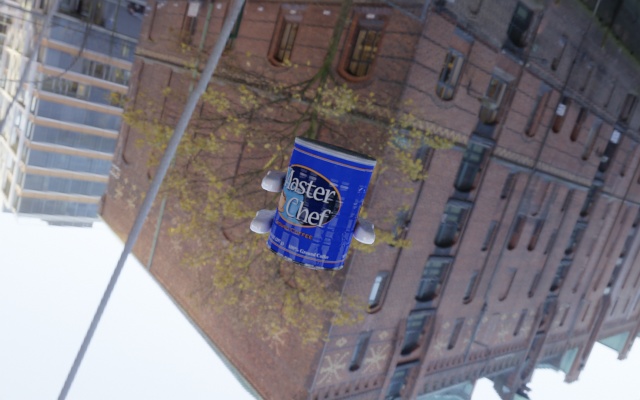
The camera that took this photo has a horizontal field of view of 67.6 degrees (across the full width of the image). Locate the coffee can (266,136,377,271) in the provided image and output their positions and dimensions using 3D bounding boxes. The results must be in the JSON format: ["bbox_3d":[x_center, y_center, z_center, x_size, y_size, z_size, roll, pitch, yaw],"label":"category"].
[{"bbox_3d":[0.000,0.002,0.591,0.103,0.140,0.103,16,10,-3],"label":"coffee can"}]
